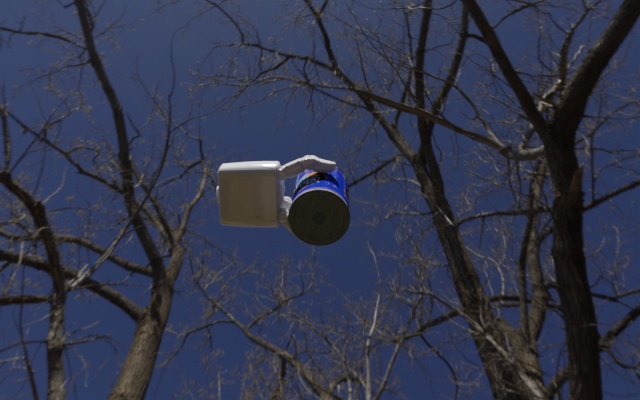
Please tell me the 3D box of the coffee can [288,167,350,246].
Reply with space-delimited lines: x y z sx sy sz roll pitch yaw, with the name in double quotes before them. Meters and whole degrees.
"coffee can" 0.000 0.003 0.848 0.103 0.103 0.140 0 23 2
